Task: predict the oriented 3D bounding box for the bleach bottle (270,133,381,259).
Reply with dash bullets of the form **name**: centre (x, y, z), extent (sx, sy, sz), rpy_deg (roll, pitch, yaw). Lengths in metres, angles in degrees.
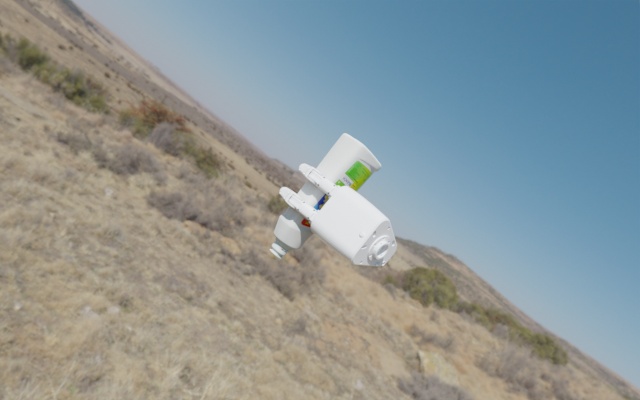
- **bleach bottle**: centre (0.000, 0.003, 0.877), extent (0.068, 0.251, 0.103), rpy_deg (39, 0, 37)
